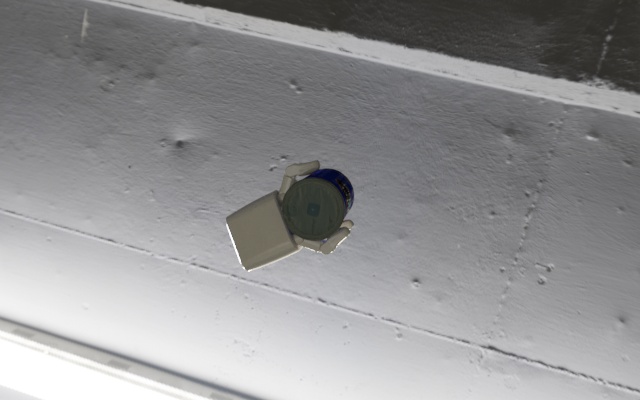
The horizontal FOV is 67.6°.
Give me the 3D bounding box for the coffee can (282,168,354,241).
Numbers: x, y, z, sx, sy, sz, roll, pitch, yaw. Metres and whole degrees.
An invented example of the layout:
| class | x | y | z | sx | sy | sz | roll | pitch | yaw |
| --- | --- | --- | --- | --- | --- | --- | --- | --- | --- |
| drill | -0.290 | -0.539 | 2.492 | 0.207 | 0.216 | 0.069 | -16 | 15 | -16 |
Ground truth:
| class | x | y | z | sx | sy | sz | roll | pitch | yaw |
| --- | --- | --- | --- | --- | --- | --- | --- | --- | --- |
| coffee can | 0.000 | 0.003 | 0.823 | 0.103 | 0.103 | 0.140 | 0 | 10 | 10 |
